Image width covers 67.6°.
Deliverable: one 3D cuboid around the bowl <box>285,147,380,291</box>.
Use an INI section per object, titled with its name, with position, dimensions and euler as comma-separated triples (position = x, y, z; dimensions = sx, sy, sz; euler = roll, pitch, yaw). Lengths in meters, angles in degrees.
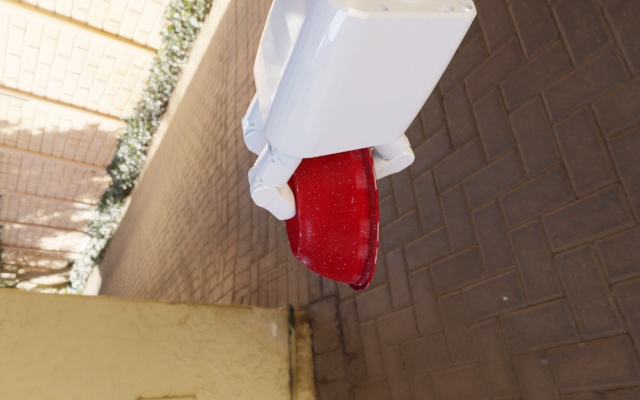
[bowl]
position = 0.000, 0.002, 0.421
dimensions = 0.055, 0.162, 0.162
euler = -5, 1, -12
